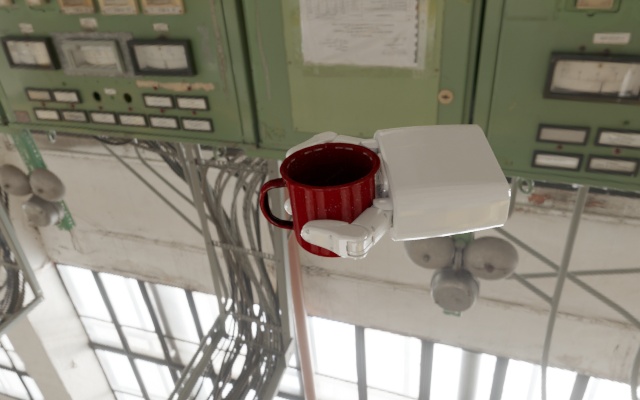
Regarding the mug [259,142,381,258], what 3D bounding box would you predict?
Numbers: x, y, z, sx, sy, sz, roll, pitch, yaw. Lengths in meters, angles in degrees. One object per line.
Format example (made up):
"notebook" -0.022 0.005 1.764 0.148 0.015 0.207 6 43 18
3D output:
"mug" -0.001 0.002 0.460 0.117 0.081 0.093 -6 31 0
